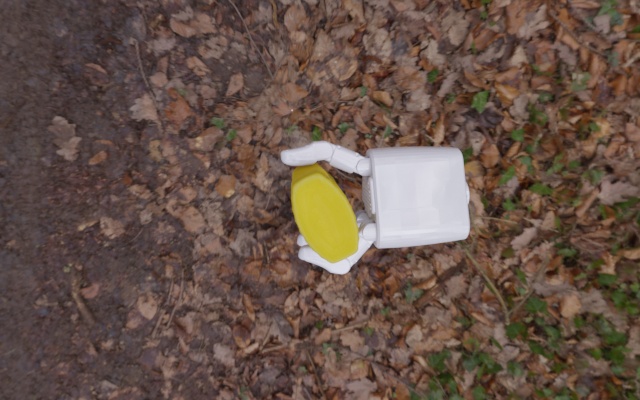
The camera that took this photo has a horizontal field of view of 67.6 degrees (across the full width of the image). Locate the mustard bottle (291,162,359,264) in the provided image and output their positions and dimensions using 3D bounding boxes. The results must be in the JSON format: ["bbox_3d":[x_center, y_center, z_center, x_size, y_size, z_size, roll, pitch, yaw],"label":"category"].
[{"bbox_3d":[0.000,0.002,0.565,0.058,0.096,0.191,-28,11,2],"label":"mustard bottle"}]
